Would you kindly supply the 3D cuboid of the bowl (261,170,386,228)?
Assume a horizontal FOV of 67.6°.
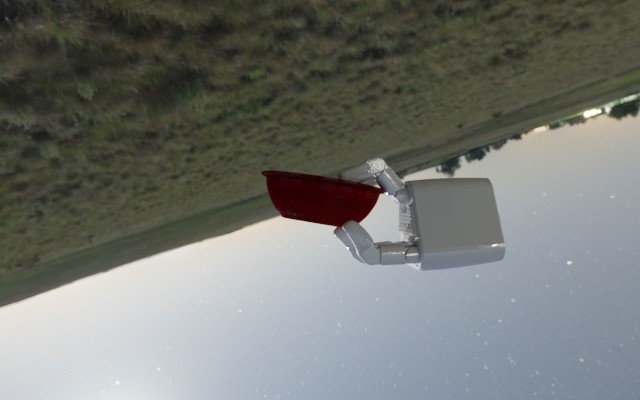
[{"bbox_3d":[-0.001,0.002,0.611,0.162,0.055,0.162,9,-2,0],"label":"bowl"}]
